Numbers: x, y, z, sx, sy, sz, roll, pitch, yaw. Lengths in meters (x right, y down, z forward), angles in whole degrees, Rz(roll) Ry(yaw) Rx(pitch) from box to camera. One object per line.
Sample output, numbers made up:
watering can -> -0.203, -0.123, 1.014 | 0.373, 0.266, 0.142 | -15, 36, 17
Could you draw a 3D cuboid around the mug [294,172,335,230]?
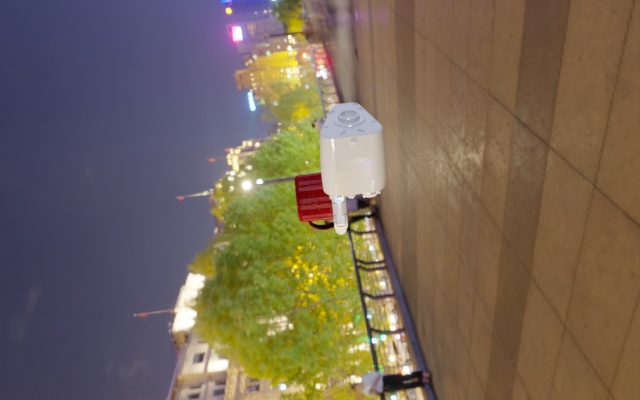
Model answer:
mug -> 0.000, 0.004, 0.832 | 0.081, 0.117, 0.093 | -6, 37, -1
